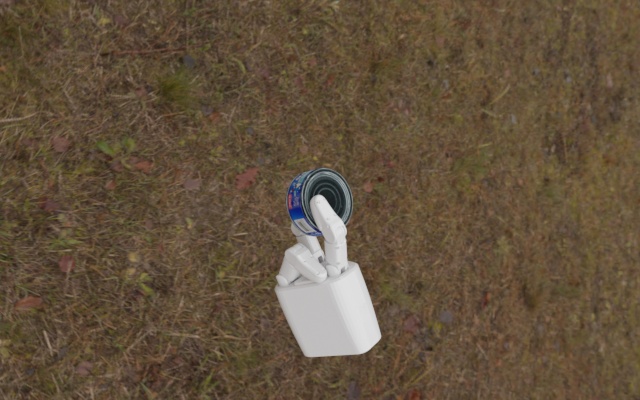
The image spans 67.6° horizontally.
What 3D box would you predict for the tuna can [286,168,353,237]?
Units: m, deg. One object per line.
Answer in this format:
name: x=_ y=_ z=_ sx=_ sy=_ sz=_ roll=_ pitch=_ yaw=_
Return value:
tuna can: x=0.000 y=0.002 z=0.611 sx=0.086 sy=0.086 sz=0.034 roll=0 pitch=-8 yaw=-38
